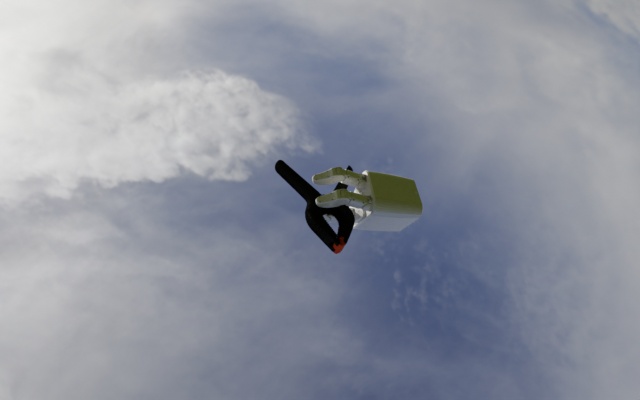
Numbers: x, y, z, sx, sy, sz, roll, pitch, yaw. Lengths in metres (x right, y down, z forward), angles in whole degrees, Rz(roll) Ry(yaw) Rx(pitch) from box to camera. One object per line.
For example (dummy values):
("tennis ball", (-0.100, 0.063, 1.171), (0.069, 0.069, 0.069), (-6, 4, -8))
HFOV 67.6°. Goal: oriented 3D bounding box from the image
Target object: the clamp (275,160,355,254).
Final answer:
("clamp", (0.000, 0.004, 0.885), (0.164, 0.209, 0.036), (7, -42, -19))
